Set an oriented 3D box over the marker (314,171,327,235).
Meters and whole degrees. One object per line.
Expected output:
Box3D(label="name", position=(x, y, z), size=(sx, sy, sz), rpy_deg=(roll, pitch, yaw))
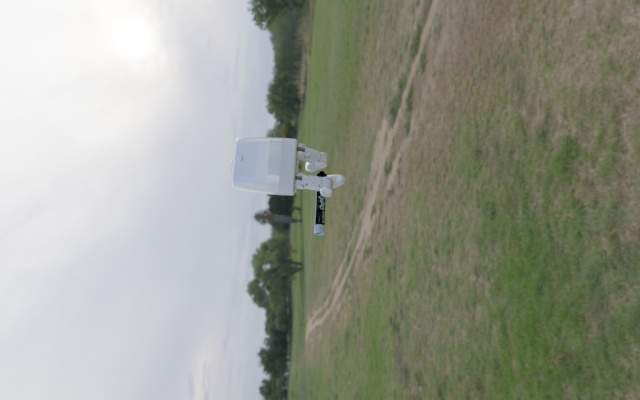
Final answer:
Box3D(label="marker", position=(0.000, 0.003, 0.871), size=(0.020, 0.121, 0.020), rpy_deg=(2, -20, 1))
